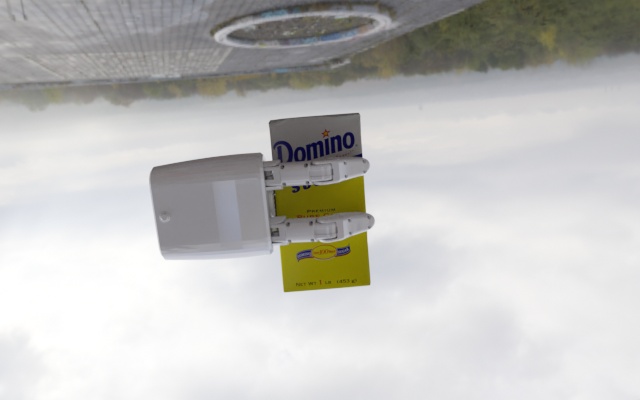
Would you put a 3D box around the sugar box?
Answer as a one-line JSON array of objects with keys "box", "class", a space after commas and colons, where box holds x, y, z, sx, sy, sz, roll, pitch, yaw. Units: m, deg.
[{"box": [0.000, 0.002, 0.493, 0.093, 0.176, 0.048, -5, 10, -1], "class": "sugar box"}]
